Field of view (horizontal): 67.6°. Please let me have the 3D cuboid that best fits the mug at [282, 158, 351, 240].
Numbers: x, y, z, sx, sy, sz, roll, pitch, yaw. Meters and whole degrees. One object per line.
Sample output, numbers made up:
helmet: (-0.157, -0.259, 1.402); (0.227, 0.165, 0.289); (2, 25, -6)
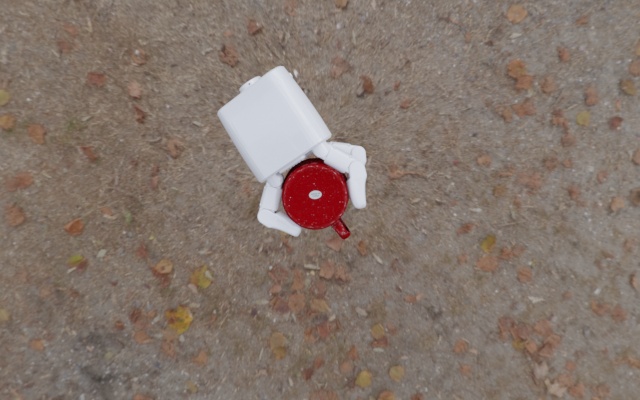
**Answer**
mug: (0.001, 0.003, 0.616); (0.093, 0.117, 0.081); (-34, 5, 4)
